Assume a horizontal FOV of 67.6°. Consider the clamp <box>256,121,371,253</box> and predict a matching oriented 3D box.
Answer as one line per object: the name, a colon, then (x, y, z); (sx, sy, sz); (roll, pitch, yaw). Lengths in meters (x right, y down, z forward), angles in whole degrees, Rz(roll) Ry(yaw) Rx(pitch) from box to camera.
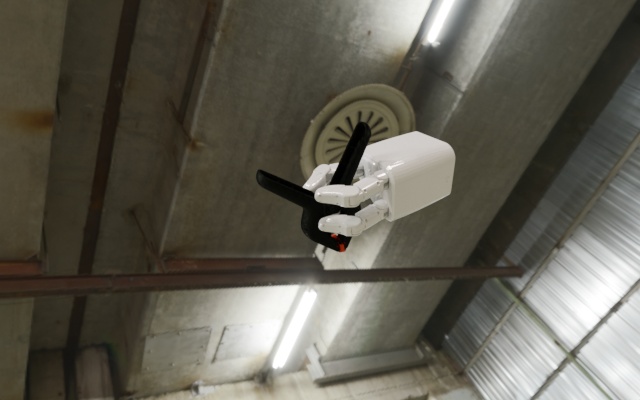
clamp: (0.000, 0.002, 0.675); (0.164, 0.210, 0.036); (-21, 43, -15)
